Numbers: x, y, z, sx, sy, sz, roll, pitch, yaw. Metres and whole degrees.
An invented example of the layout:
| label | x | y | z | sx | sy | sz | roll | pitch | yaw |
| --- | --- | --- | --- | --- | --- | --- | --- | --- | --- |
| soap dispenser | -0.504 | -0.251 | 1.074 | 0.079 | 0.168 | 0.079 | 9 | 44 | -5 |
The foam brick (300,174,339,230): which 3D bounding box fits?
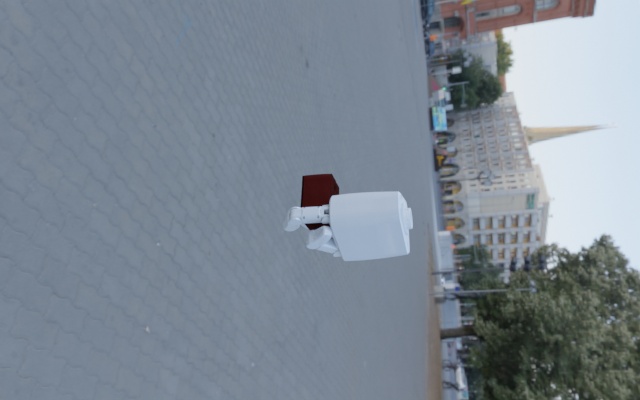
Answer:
| label | x | y | z | sx | sy | sz | roll | pitch | yaw |
| --- | --- | --- | --- | --- | --- | --- | --- | --- | --- |
| foam brick | 0.000 | 0.002 | 0.778 | 0.051 | 0.078 | 0.053 | -6 | -28 | 16 |
